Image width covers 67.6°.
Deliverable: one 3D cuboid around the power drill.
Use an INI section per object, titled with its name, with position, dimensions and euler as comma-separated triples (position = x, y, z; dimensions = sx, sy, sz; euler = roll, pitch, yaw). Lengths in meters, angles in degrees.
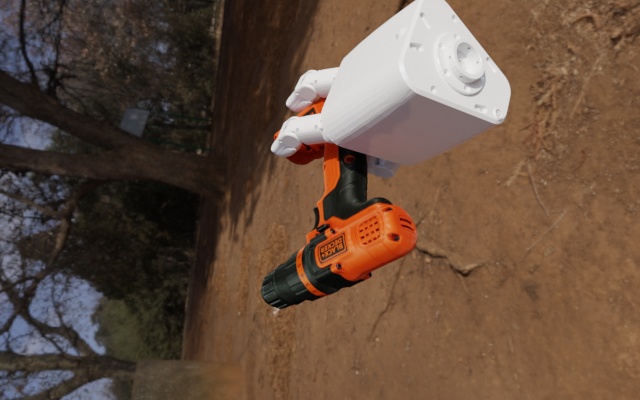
[power drill]
position = 0.000, 0.001, 0.480
dimensions = 0.184, 0.187, 0.057
euler = -31, -34, 34
